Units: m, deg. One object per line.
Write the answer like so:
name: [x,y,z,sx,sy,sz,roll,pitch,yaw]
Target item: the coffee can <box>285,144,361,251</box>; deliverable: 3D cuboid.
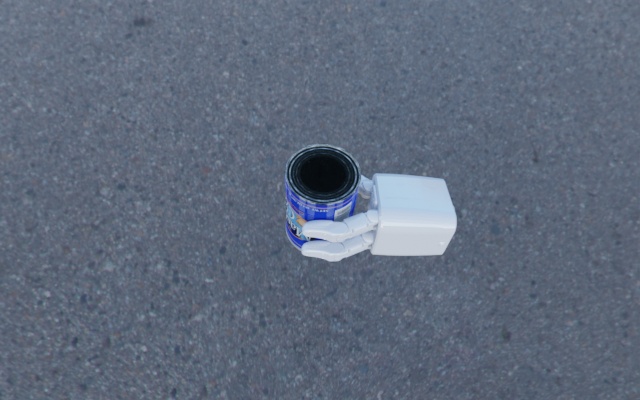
coffee can: [0.000,0.002,0.692,0.103,0.102,0.140,0,-34,-3]
